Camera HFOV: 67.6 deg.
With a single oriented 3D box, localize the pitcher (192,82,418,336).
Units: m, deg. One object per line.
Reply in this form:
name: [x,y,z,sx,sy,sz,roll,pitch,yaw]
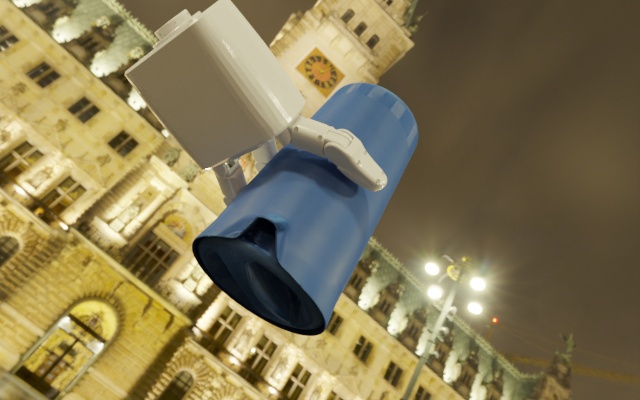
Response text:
pitcher: [0.000,0.001,0.471,0.149,0.145,0.242,-9,37,48]
